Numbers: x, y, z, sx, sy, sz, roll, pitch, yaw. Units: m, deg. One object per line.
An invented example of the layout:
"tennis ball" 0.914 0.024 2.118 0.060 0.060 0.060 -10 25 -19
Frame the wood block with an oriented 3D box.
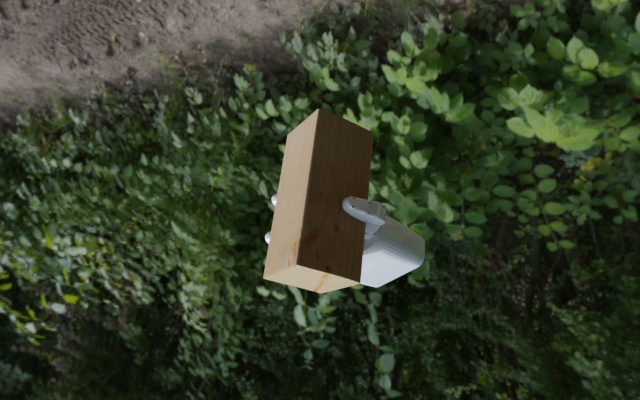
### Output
"wood block" 0.001 0.002 0.610 0.090 0.206 0.091 20 -27 -27
